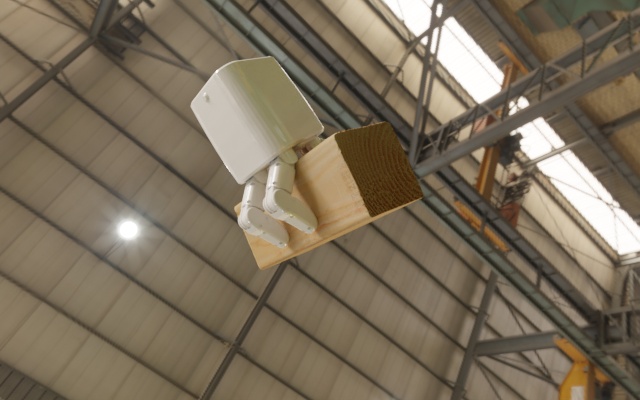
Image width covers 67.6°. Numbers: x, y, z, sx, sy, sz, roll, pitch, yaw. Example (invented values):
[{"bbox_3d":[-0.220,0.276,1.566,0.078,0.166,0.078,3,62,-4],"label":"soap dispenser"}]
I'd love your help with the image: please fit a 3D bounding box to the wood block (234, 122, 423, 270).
[{"bbox_3d":[0.000,0.001,0.545,0.091,0.090,0.206,-19,-7,-42],"label":"wood block"}]
